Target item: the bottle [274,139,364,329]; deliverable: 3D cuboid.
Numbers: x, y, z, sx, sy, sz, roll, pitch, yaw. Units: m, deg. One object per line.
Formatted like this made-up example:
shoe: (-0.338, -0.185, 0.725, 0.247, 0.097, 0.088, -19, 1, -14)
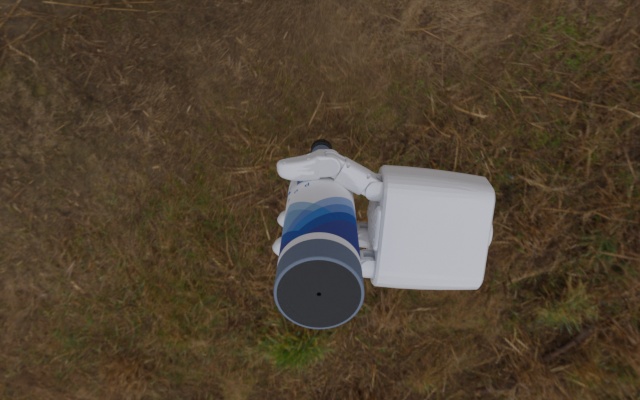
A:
bottle: (0.000, 0.002, 0.477, 0.069, 0.069, 0.295, 0, 27, 1)
